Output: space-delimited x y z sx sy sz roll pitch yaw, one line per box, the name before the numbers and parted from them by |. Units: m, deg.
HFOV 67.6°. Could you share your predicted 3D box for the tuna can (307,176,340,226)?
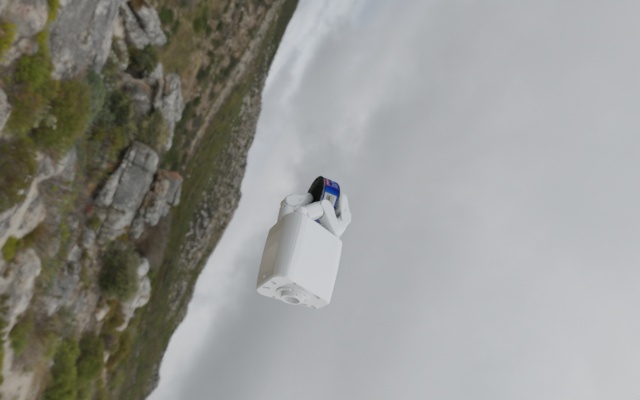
tuna can | 0.001 0.003 0.828 0.034 0.086 0.086 21 -7 -18
